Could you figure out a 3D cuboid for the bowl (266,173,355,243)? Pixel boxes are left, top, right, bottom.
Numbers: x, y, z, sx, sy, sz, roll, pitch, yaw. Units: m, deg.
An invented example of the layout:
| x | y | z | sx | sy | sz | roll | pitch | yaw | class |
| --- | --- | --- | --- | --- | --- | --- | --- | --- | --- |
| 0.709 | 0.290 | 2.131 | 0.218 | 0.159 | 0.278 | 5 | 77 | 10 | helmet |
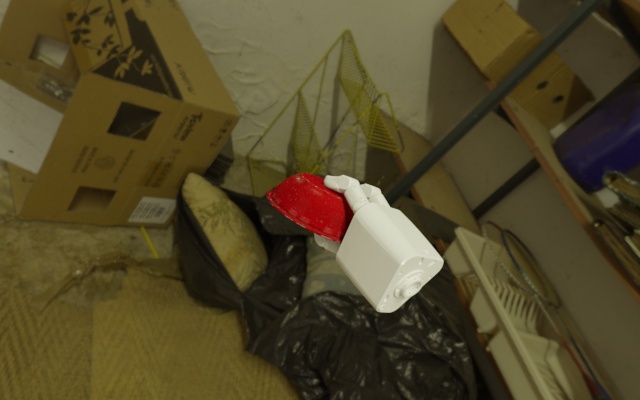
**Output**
| x | y | z | sx | sy | sz | roll | pitch | yaw | class |
| --- | --- | --- | --- | --- | --- | --- | --- | --- | --- |
| -0.001 | 0.001 | 0.737 | 0.162 | 0.055 | 0.162 | 26 | 12 | -6 | bowl |
